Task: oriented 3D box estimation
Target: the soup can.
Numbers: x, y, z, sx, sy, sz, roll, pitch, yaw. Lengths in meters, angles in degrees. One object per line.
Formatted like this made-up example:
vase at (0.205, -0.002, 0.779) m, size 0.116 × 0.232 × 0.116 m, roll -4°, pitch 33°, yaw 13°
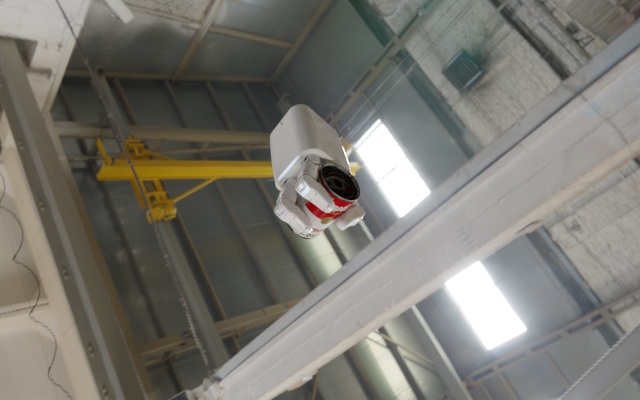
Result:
soup can at (0.000, 0.003, 0.698) m, size 0.068 × 0.068 × 0.102 m, roll 0°, pitch -36°, yaw -45°
